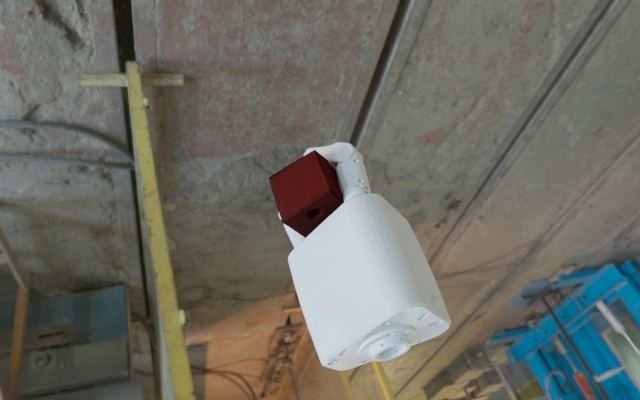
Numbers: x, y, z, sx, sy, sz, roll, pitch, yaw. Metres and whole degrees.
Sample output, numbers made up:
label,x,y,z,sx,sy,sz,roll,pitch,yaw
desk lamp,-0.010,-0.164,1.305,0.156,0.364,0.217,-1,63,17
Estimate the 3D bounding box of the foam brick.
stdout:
label,x,y,z,sx,sy,sz,roll,pitch,yaw
foam brick,0.000,0.001,0.439,0.053,0.051,0.078,-32,-38,17
